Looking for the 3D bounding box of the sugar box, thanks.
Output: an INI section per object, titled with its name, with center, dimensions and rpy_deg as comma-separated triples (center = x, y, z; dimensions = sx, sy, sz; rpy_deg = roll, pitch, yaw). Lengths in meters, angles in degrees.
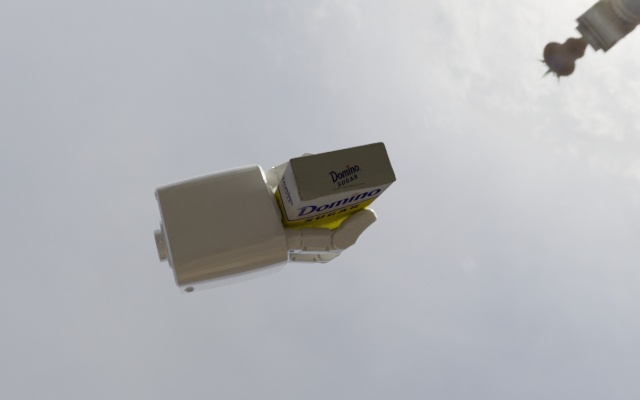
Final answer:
[sugar box]
center = 0.000, 0.002, 0.490
dimensions = 0.093, 0.048, 0.176
rpy_deg = -12, -13, -18
